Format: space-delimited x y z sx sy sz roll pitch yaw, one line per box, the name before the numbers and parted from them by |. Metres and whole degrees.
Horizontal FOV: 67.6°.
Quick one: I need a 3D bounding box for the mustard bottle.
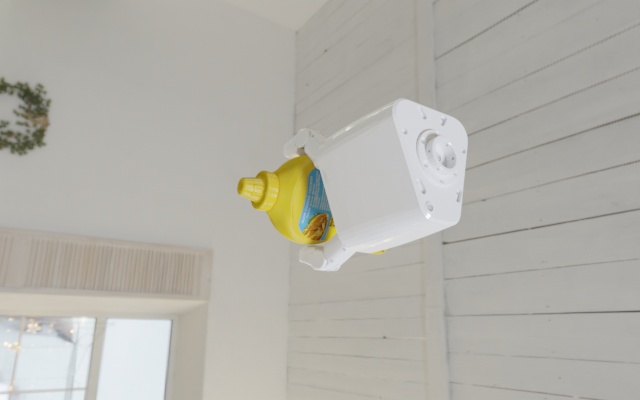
mustard bottle | 0.000 0.002 0.524 0.191 0.096 0.058 11 2 -33
